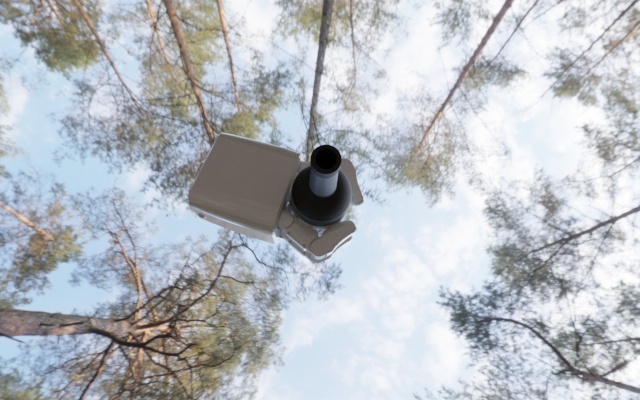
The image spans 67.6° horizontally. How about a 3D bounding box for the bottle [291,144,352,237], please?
[{"bbox_3d":[0.000,0.002,0.555,0.069,0.069,0.296,0,-15,-2],"label":"bottle"}]
